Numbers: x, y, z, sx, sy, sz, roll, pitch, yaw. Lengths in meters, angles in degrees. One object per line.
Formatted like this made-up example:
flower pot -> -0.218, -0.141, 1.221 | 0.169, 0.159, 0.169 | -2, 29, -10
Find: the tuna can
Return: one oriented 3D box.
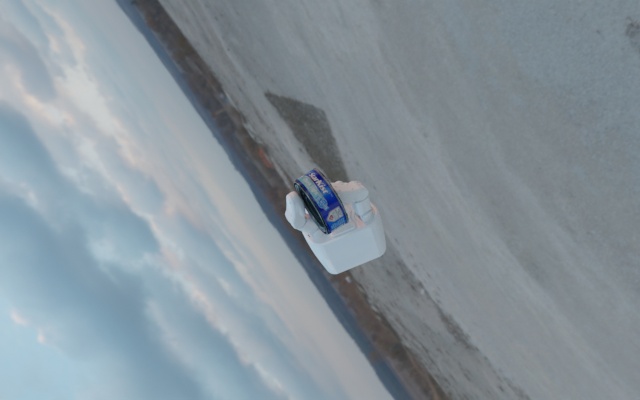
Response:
tuna can -> 0.000, 0.002, 0.632 | 0.034, 0.086, 0.086 | -32, 6, -10
